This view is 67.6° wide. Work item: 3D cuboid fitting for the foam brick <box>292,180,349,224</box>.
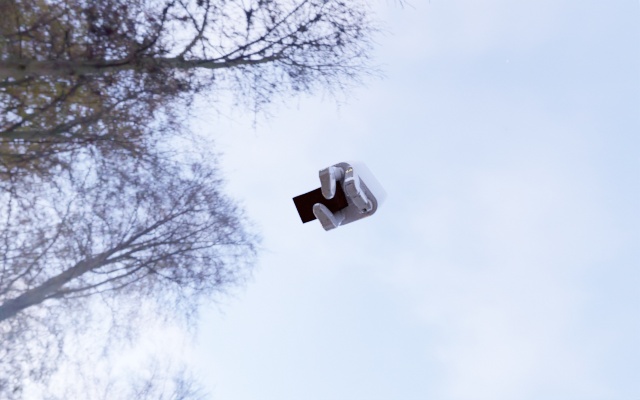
[{"bbox_3d":[0.000,0.003,0.849,0.078,0.053,0.051,-20,1,23],"label":"foam brick"}]
